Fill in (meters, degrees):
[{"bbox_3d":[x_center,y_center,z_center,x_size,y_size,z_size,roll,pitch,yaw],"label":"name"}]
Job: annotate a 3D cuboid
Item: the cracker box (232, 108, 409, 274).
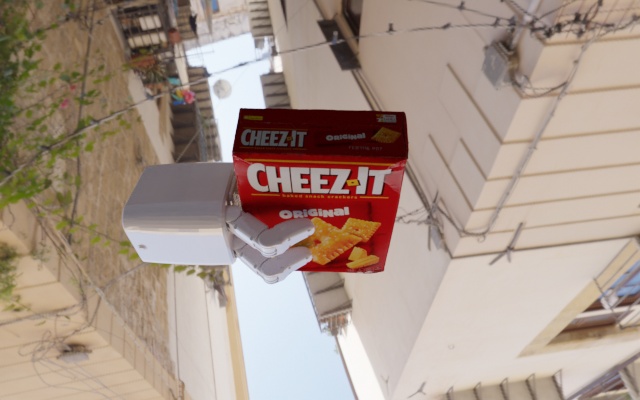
[{"bbox_3d":[0.000,0.002,0.527,0.164,0.072,0.214,1,-37,1],"label":"cracker box"}]
